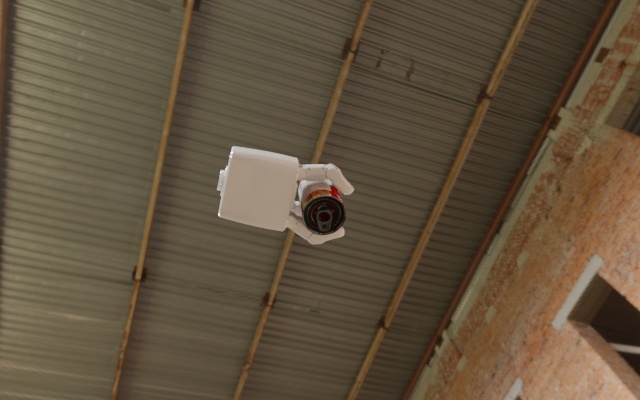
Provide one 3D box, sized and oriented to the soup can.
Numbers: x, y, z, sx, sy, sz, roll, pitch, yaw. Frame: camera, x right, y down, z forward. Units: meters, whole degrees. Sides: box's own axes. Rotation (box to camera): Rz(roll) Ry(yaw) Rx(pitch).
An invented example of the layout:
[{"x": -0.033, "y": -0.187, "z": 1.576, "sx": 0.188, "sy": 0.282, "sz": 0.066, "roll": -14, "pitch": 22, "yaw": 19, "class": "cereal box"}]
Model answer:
[{"x": 0.001, "y": 0.002, "z": 0.772, "sx": 0.068, "sy": 0.068, "sz": 0.102, "roll": 0, "pitch": 25, "yaw": -7, "class": "soup can"}]
